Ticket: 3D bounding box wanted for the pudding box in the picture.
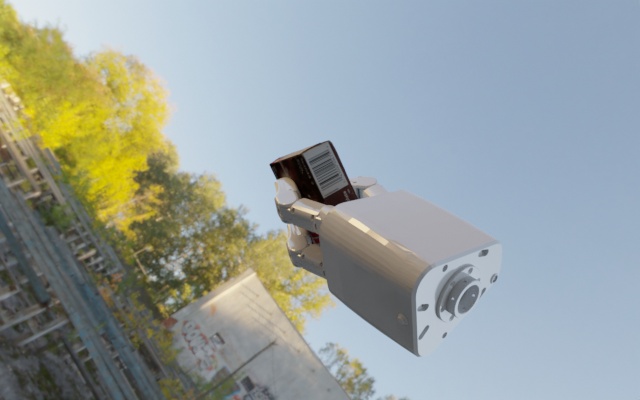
[{"bbox_3d":[0.000,0.002,0.483,0.039,0.113,0.090,-27,9,-25],"label":"pudding box"}]
